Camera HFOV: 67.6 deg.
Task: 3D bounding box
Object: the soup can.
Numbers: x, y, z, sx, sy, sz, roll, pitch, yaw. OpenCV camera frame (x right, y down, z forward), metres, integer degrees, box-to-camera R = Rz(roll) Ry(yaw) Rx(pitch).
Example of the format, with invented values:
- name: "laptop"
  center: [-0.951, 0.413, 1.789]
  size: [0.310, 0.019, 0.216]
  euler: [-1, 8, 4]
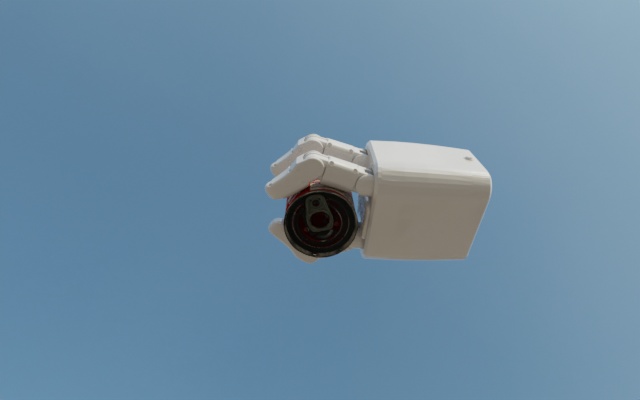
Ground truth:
- name: "soup can"
  center: [0.000, 0.001, 0.476]
  size: [0.068, 0.068, 0.102]
  euler: [0, 25, 0]
